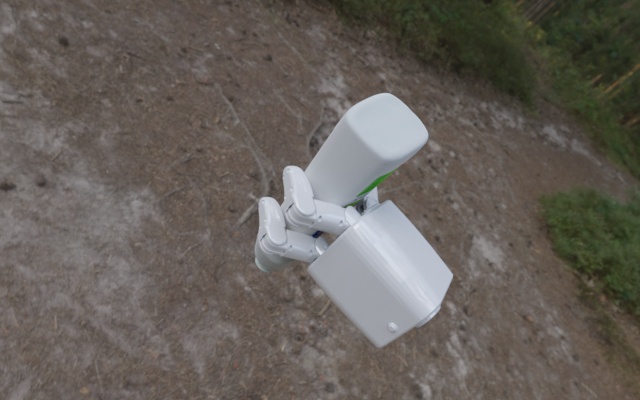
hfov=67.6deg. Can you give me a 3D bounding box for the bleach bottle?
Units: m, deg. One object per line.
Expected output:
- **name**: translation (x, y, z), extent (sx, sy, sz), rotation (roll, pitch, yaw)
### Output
- **bleach bottle**: translation (0.000, 0.002, 0.510), extent (0.102, 0.068, 0.251), rotation (-33, -11, -48)
